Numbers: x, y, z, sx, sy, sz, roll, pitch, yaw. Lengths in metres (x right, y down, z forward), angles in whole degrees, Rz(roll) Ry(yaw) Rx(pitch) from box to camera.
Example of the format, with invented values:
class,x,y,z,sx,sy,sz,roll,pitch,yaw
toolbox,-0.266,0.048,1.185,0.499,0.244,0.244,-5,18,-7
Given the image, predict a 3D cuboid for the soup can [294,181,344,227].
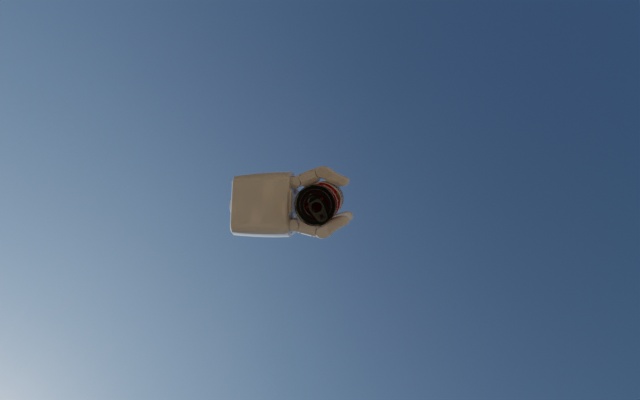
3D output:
class,x,y,z,sx,sy,sz,roll,pitch,yaw
soup can,0.001,0.002,0.809,0.068,0.068,0.102,0,7,11
